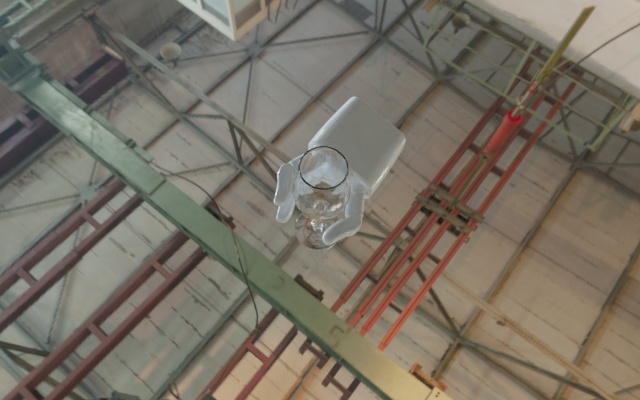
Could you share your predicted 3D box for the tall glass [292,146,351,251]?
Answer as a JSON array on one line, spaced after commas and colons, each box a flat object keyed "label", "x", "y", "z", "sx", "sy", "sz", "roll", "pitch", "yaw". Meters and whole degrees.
[{"label": "tall glass", "x": 0.000, "y": 0.003, "z": 0.672, "sx": 0.079, "sy": 0.079, "sz": 0.201, "roll": 0, "pitch": -25, "yaw": -2}]
